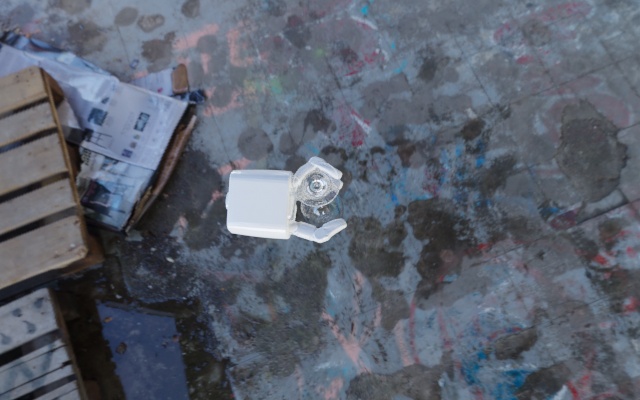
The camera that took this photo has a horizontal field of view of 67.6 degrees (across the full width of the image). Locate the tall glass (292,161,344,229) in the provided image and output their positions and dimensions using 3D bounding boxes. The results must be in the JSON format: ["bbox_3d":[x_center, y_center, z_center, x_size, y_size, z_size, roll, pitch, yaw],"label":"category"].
[{"bbox_3d":[0.000,0.003,0.828,0.079,0.079,0.201,0,-17,4],"label":"tall glass"}]
